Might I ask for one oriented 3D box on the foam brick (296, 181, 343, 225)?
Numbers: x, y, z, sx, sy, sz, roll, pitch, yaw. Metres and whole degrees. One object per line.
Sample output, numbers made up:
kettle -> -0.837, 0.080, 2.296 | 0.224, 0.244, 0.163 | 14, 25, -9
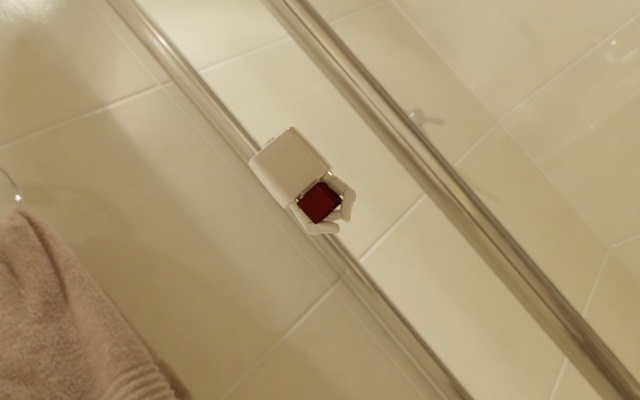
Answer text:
foam brick -> 0.000, 0.003, 0.837 | 0.053, 0.051, 0.078 | -43, -4, 11
